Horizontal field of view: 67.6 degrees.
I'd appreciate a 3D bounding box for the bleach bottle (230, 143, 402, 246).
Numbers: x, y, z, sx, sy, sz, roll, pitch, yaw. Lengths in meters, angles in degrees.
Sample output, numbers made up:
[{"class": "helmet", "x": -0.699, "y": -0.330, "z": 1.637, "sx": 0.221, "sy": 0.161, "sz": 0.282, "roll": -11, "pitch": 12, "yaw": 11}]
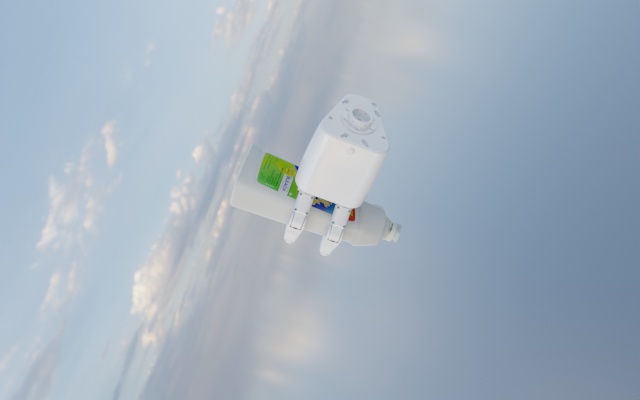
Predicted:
[{"class": "bleach bottle", "x": 0.000, "y": 0.002, "z": 0.712, "sx": 0.251, "sy": 0.102, "sz": 0.068, "roll": 19, "pitch": -44, "yaw": -6}]
